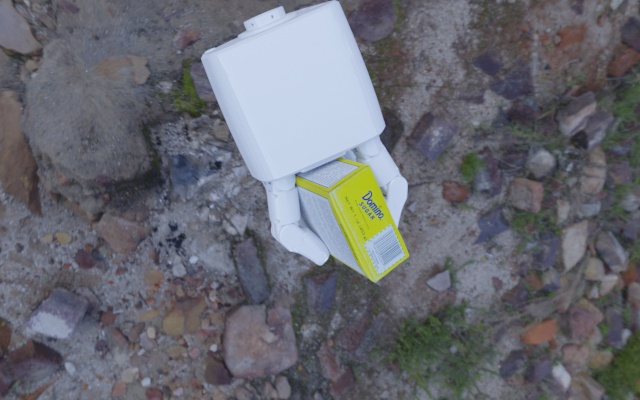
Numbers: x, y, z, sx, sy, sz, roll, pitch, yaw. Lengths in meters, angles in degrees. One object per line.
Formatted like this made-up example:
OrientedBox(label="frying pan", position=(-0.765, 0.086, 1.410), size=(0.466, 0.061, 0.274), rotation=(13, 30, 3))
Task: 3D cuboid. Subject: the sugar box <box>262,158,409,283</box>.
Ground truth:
OrientedBox(label="sugar box", position=(0.001, 0.001, 0.441), size=(0.048, 0.093, 0.176), rotation=(-33, 26, -15))
